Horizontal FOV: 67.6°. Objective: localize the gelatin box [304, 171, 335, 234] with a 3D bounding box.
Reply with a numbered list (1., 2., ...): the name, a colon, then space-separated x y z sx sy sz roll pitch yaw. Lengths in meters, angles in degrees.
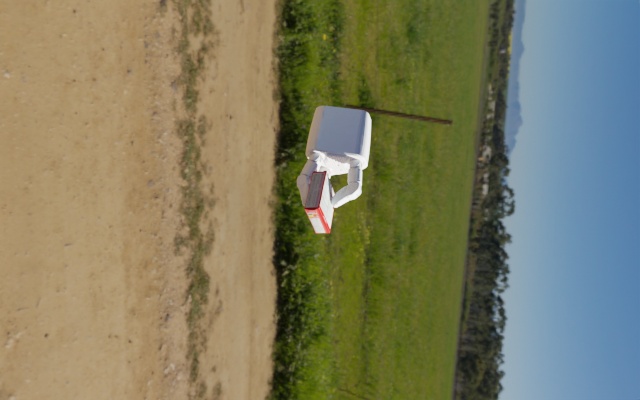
1. gelatin box: 0.001 0.003 0.853 0.030 0.089 0.073 -3 -40 17
